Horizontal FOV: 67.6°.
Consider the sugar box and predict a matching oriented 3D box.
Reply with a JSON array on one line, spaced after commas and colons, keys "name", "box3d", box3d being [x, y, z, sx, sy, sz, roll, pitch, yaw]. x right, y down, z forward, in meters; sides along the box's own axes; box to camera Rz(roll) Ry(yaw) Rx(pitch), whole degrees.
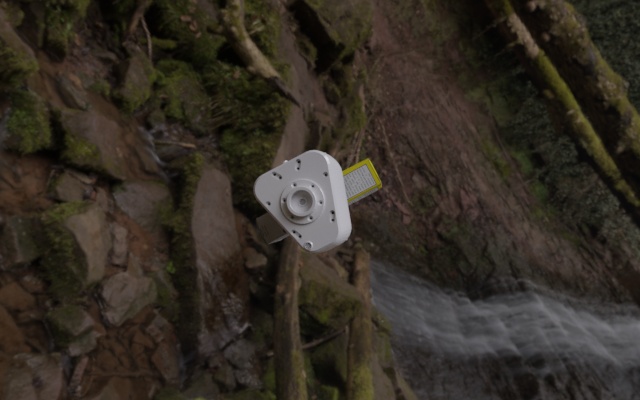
[{"name": "sugar box", "box3d": [0.000, 0.002, 0.677, 0.176, 0.048, 0.093, -26, -4, 6]}]
